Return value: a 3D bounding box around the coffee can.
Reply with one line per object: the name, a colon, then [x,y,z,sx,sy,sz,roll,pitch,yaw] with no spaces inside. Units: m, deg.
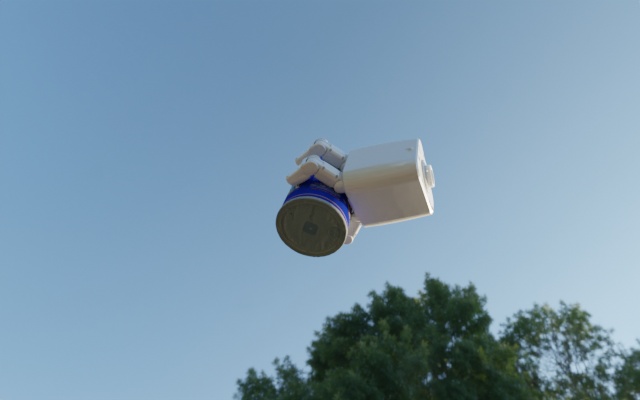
coffee can: [0.000,0.003,0.724,0.103,0.103,0.140,0,33,14]
